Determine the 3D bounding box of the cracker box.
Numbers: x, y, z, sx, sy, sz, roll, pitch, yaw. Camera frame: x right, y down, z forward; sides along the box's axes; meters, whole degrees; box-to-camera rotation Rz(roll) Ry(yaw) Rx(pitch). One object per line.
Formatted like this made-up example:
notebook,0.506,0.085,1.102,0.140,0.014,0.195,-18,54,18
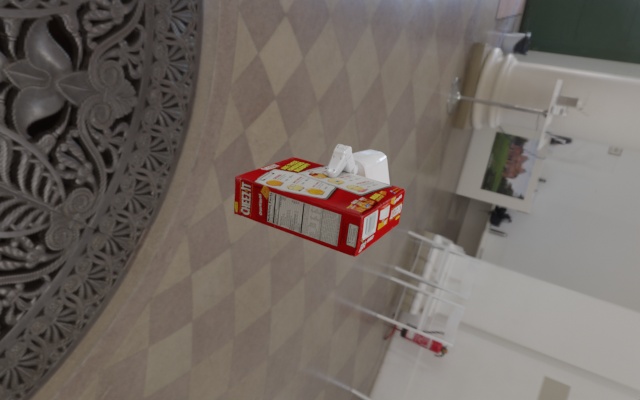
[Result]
cracker box,0.000,0.002,0.739,0.213,0.072,0.164,17,23,25
